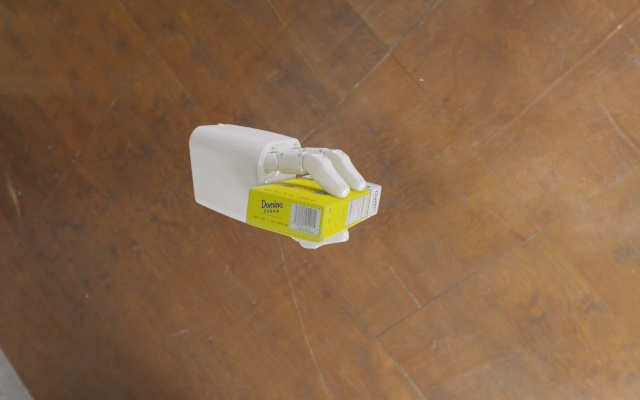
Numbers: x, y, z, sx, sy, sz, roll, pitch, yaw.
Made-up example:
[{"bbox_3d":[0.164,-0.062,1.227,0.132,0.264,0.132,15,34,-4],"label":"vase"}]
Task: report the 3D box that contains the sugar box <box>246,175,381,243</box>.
[{"bbox_3d":[0.000,0.001,0.565,0.093,0.048,0.176,14,17,22],"label":"sugar box"}]
